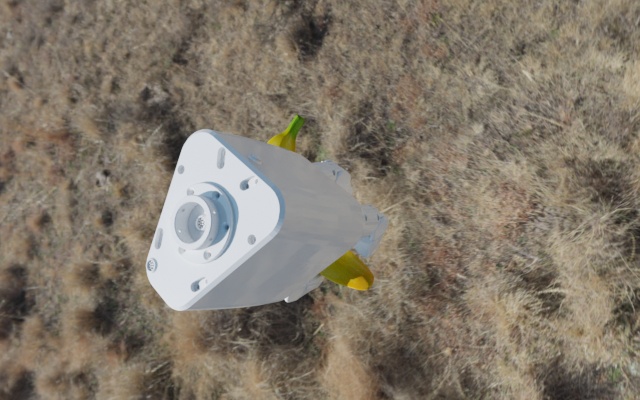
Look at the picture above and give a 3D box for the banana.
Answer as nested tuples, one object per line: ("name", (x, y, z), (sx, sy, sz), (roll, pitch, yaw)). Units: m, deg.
("banana", (-0.016, 0.008, 0.471), (0.069, 0.197, 0.037), (-31, -21, 19))
